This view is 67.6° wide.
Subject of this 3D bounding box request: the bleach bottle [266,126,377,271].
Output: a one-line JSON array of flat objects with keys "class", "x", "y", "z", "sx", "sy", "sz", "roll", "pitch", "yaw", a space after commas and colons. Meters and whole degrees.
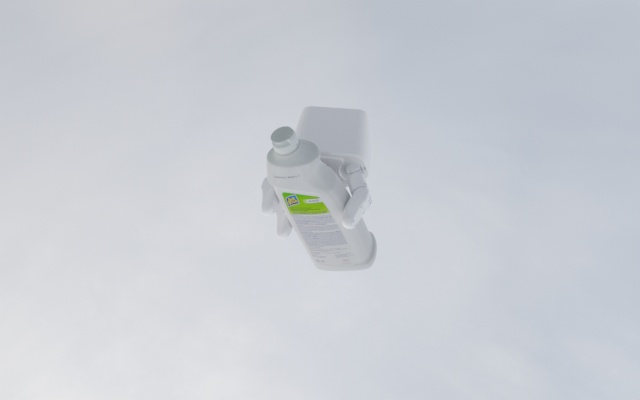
[{"class": "bleach bottle", "x": 0.000, "y": 0.002, "z": 0.643, "sx": 0.102, "sy": 0.068, "sz": 0.251, "roll": -6, "pitch": -42, "yaw": 18}]
